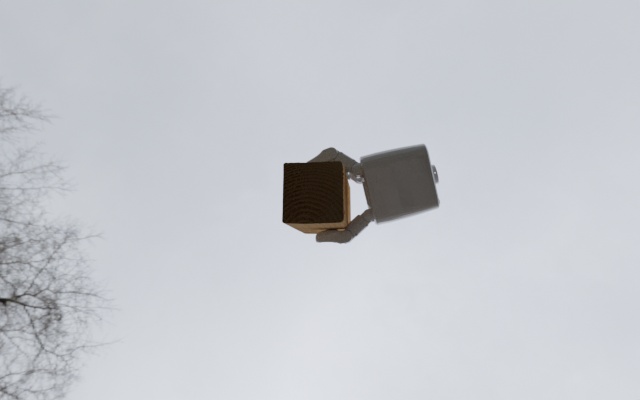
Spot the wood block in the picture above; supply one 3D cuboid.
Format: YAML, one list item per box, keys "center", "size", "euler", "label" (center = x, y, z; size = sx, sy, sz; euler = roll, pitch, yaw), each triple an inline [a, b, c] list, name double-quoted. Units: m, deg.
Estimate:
- center: [0.001, 0.003, 0.779]
  size: [0.090, 0.091, 0.206]
  euler: [-1, -8, 7]
  label: "wood block"
